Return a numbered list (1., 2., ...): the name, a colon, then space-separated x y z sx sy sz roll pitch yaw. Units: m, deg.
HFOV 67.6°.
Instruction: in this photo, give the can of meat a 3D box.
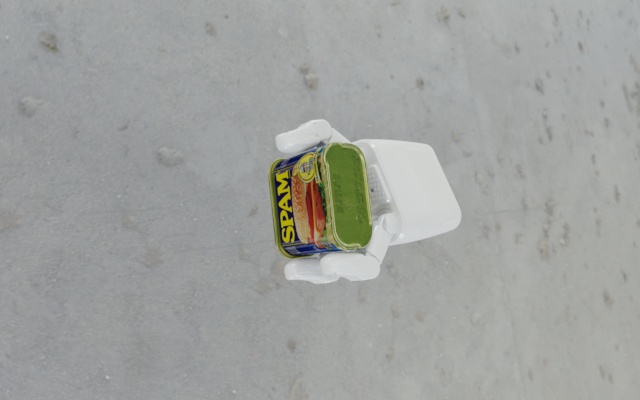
1. can of meat: 0.000 0.001 0.452 0.057 0.102 0.084 -1 -8 -41
